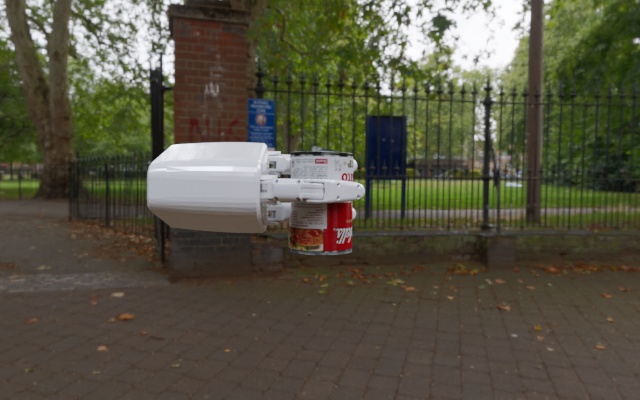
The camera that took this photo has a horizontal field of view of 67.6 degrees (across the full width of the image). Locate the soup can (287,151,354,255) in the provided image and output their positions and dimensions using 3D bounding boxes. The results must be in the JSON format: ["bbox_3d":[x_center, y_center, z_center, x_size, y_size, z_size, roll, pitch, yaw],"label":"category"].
[{"bbox_3d":[0.001,0.001,0.498,0.068,0.102,0.068,1,2,0],"label":"soup can"}]
